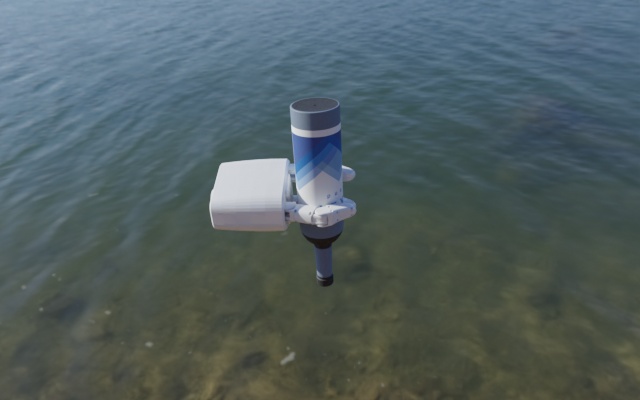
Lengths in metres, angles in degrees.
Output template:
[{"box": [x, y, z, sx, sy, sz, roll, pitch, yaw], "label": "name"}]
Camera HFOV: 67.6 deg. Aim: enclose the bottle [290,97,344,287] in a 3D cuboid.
[{"box": [0.000, 0.002, 0.701, 0.069, 0.296, 0.069, -3, 29, 1], "label": "bottle"}]
